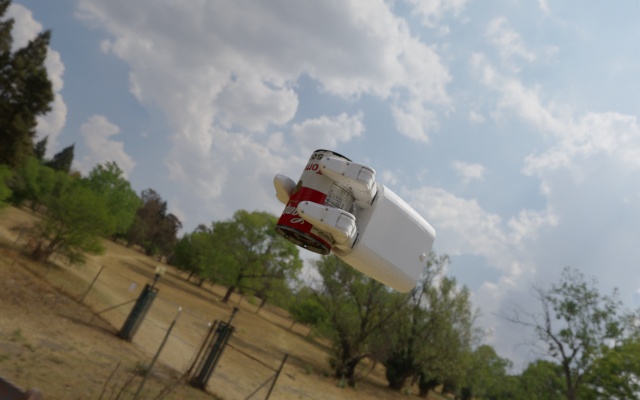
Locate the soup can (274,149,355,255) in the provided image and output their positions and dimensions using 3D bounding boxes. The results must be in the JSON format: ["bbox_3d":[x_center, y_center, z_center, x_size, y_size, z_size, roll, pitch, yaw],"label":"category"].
[{"bbox_3d":[0.000,0.001,0.543,0.068,0.102,0.068,24,-16,7],"label":"soup can"}]
